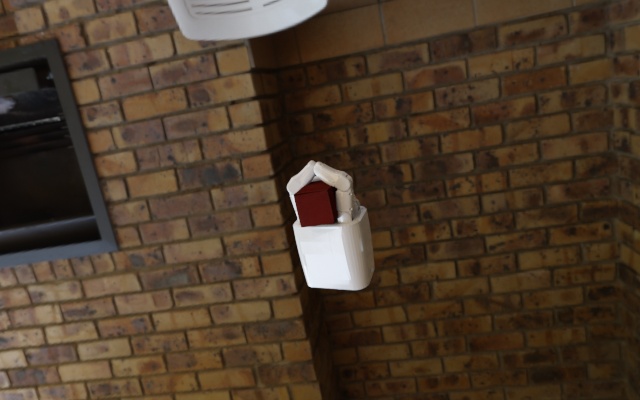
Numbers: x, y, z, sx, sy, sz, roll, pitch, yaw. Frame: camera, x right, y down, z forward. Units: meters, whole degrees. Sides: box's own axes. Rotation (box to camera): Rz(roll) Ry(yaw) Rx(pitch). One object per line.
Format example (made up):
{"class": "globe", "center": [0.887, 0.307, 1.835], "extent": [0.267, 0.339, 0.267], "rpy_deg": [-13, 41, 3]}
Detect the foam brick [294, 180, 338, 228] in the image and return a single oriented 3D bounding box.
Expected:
{"class": "foam brick", "center": [0.000, 0.002, 0.704], "extent": [0.053, 0.051, 0.078], "rpy_deg": [-8, 13, 17]}
